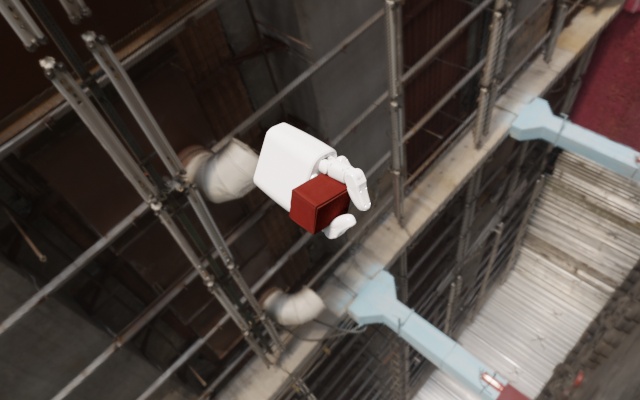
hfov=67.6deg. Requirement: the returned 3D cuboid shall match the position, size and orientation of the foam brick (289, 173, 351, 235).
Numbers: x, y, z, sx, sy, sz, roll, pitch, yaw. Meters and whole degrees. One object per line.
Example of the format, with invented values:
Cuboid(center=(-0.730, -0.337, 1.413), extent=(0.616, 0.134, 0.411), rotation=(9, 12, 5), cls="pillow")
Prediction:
Cuboid(center=(0.000, 0.002, 0.684), extent=(0.051, 0.053, 0.078), rotation=(34, 45, 28), cls="foam brick")
